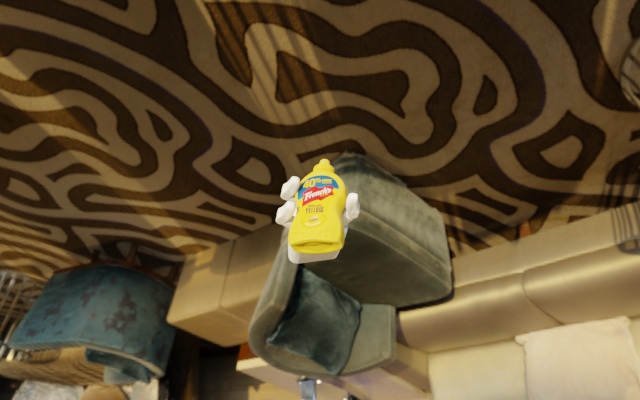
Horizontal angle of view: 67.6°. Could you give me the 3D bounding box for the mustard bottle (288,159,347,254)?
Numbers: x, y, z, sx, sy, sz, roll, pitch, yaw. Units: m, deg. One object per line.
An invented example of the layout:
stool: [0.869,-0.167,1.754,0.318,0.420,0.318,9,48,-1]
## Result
mustard bottle: [0.000,0.003,0.877,0.096,0.191,0.058,-6,-37,18]
